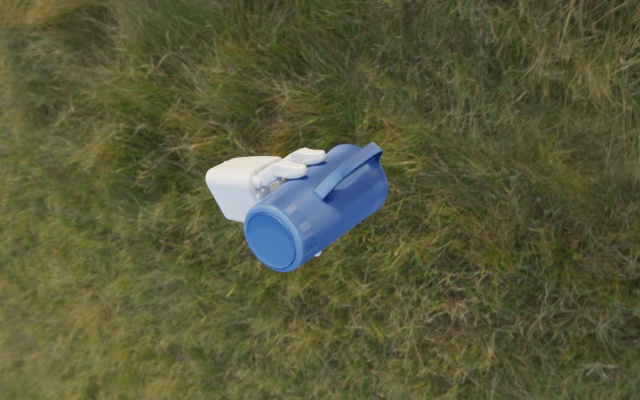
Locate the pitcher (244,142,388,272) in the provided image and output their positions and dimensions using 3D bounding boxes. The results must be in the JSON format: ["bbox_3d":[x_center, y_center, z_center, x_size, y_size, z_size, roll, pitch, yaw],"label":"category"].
[{"bbox_3d":[0.000,0.002,0.749,0.145,0.149,0.242,7,27,34],"label":"pitcher"}]
